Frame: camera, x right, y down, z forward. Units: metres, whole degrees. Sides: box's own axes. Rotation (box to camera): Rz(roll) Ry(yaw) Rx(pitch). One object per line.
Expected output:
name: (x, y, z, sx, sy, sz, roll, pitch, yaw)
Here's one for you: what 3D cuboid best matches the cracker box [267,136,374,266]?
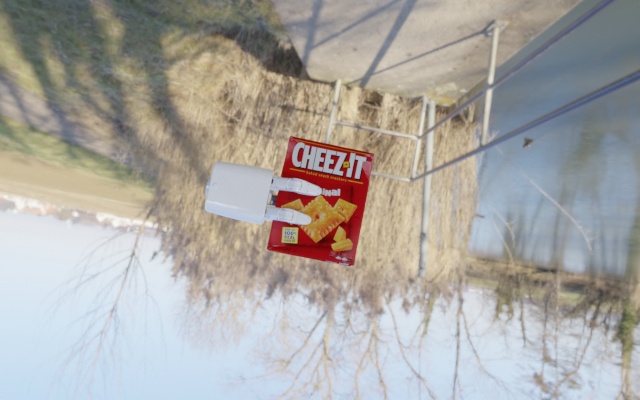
cracker box: (0.000, 0.003, 0.891, 0.164, 0.213, 0.072, 11, -6, -3)
